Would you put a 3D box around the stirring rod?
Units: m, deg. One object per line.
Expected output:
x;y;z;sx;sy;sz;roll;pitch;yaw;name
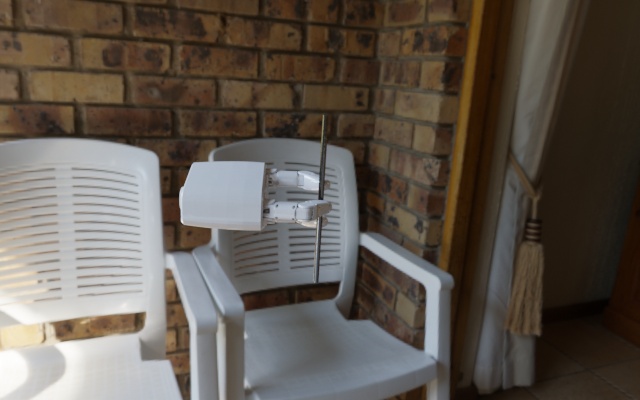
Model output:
0.000;0.002;0.666;0.011;0.239;0.011;3;15;-1;stirring rod
